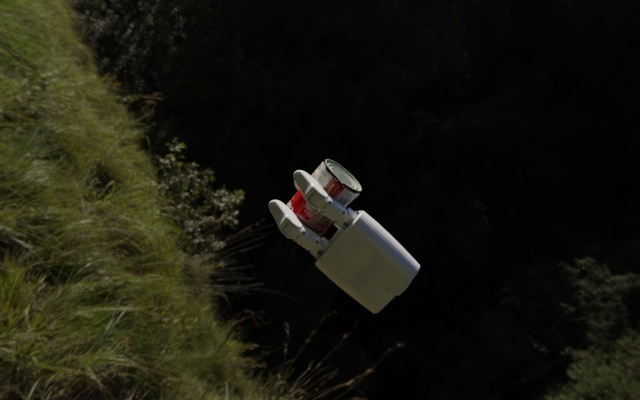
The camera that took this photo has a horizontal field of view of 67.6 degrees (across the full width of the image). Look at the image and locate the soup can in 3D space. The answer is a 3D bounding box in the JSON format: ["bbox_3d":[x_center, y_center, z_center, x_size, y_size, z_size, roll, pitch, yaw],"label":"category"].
[{"bbox_3d":[0.000,0.002,0.660,0.068,0.102,0.068,36,19,-14],"label":"soup can"}]
